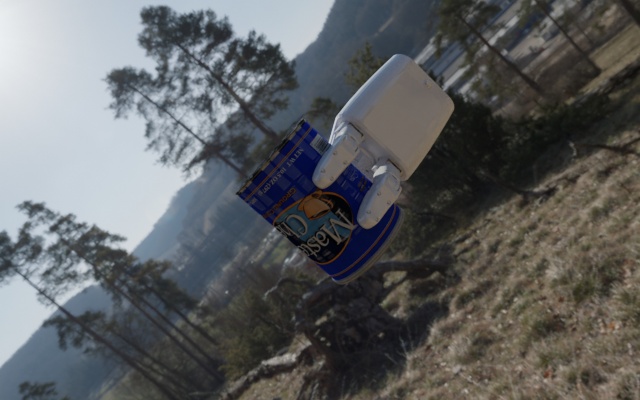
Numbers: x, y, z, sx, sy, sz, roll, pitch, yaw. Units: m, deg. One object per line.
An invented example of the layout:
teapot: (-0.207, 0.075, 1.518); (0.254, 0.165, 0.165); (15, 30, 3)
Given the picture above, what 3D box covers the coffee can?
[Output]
coffee can: (0.000, 0.002, 0.486); (0.140, 0.103, 0.103); (42, -8, -9)
